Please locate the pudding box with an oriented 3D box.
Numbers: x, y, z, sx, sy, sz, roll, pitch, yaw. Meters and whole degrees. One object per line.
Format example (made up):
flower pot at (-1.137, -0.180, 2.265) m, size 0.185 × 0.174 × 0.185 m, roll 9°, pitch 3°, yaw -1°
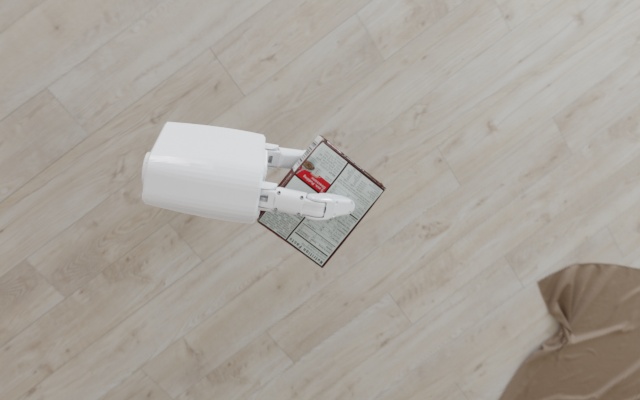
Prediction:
pudding box at (0.000, 0.002, 0.511) m, size 0.090 × 0.113 × 0.039 m, roll 38°, pitch 8°, yaw -13°
